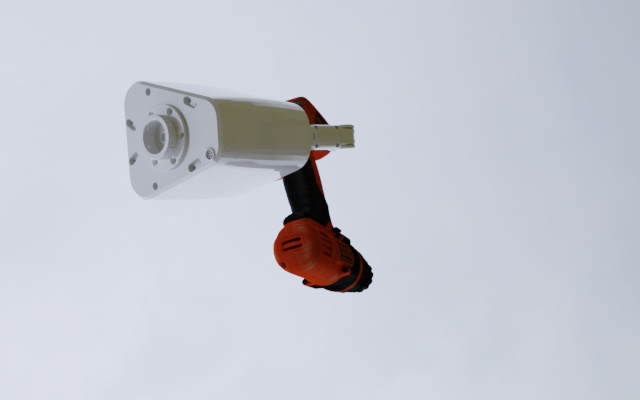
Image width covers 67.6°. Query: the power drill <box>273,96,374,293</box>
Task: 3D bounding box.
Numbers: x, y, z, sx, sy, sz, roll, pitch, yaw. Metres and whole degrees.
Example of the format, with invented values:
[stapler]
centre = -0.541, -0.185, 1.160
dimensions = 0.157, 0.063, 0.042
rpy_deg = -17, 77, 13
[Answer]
[power drill]
centre = 0.000, 0.001, 0.498
dimensions = 0.057, 0.187, 0.184
rpy_deg = -20, -23, 15
